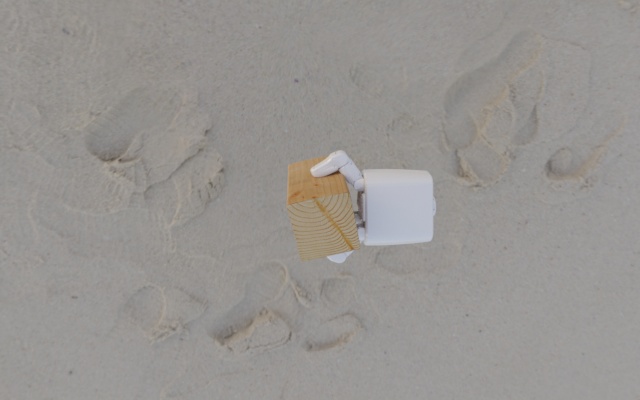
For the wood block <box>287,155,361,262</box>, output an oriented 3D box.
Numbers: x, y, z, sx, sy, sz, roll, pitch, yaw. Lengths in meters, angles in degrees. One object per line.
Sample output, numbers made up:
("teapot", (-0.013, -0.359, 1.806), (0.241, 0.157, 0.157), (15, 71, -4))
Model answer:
("wood block", (0.000, 0.002, 0.757), (0.090, 0.091, 0.206), (-12, 20, 1))
